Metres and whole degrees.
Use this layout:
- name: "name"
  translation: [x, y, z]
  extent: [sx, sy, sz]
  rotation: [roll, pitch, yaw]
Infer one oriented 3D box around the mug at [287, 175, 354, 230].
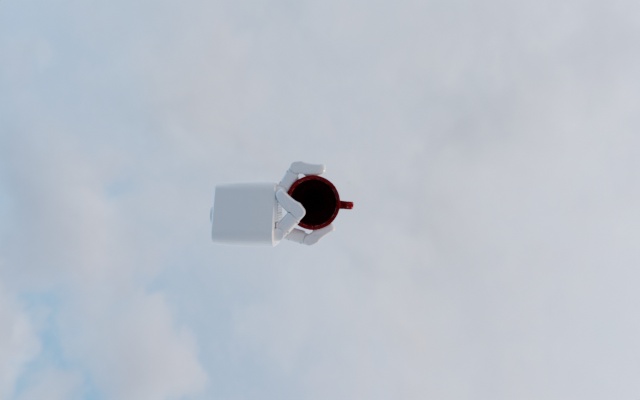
- name: "mug"
  translation: [0.002, 0.003, 0.845]
  extent: [0.117, 0.093, 0.081]
  rotation: [3, 2, 1]
